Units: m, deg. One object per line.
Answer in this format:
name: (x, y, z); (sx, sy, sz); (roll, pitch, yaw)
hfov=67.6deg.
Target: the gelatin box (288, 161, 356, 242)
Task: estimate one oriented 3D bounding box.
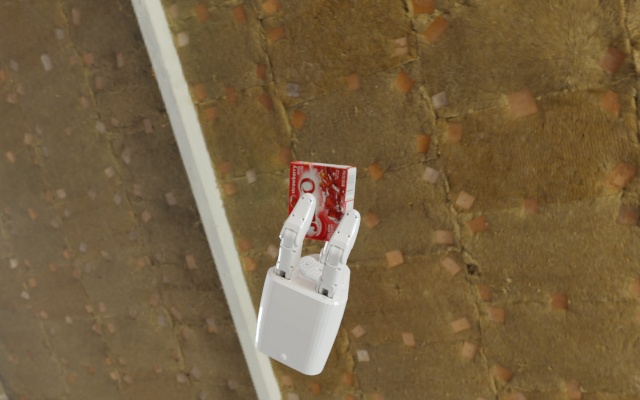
gelatin box: (0.000, 0.001, 0.556); (0.073, 0.089, 0.030); (8, 11, 24)
